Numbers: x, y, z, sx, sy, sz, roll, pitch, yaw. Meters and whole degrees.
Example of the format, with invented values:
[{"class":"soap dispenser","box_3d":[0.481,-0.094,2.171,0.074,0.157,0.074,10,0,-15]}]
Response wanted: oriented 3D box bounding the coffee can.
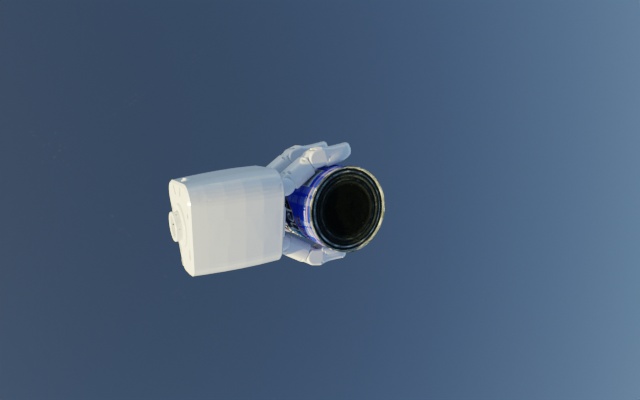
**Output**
[{"class":"coffee can","box_3d":[0.000,0.002,0.613,0.103,0.103,0.140,0,7,-29]}]
